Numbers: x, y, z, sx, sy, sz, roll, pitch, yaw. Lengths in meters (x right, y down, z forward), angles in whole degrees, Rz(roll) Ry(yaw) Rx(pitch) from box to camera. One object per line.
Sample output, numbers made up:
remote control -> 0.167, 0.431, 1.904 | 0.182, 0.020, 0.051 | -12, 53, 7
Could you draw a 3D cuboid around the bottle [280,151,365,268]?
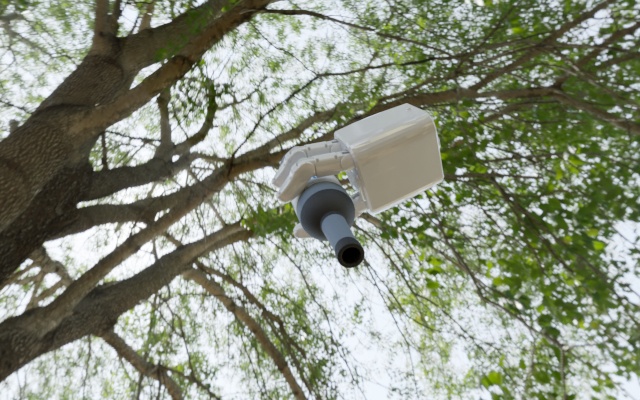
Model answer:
bottle -> 0.000, 0.002, 0.591 | 0.069, 0.069, 0.295 | 0, 20, -12
